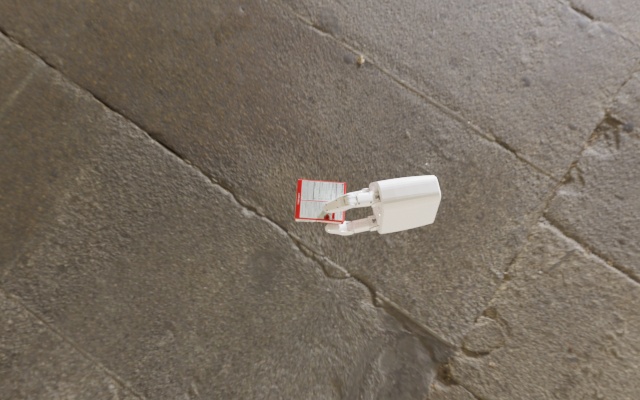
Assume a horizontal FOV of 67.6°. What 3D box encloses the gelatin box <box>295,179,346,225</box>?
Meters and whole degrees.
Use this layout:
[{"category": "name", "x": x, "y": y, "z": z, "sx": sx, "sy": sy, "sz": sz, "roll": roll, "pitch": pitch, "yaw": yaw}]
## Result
[{"category": "gelatin box", "x": 0.000, "y": 0.003, "z": 0.859, "sx": 0.089, "sy": 0.073, "sz": 0.030, "roll": 4, "pitch": -12, "yaw": -3}]
